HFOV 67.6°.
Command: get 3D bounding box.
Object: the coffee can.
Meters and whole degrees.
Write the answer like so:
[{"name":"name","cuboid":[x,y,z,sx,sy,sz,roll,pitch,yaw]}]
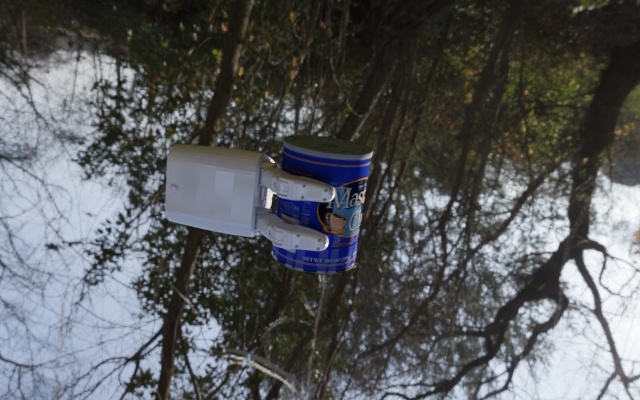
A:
[{"name":"coffee can","cuboid":[0.000,0.002,0.562,0.103,0.140,0.102,7,16,-2]}]
